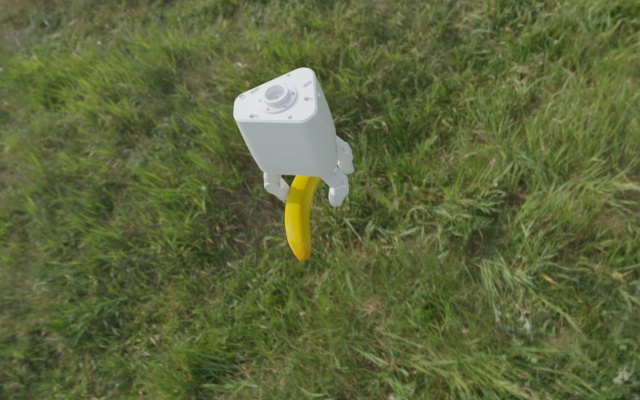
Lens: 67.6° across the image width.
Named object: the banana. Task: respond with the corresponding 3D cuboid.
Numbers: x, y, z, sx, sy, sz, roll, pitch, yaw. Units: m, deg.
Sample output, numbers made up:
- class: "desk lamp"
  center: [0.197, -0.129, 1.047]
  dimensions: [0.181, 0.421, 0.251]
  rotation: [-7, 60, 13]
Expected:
- class: "banana"
  center: [-0.016, -0.005, 0.718]
  dimensions: [0.069, 0.197, 0.037]
  rotation: [14, -28, 19]
